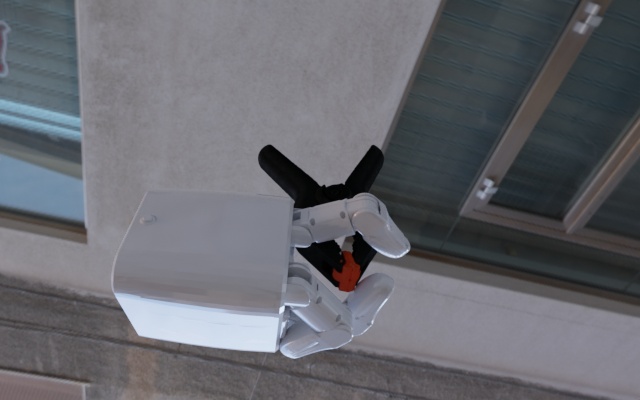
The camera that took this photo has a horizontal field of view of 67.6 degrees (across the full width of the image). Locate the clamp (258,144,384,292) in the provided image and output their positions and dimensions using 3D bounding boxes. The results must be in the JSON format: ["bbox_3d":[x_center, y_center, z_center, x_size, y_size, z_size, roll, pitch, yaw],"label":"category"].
[{"bbox_3d":[0.000,0.002,0.409,0.120,0.039,0.171,0,38,1],"label":"clamp"}]
